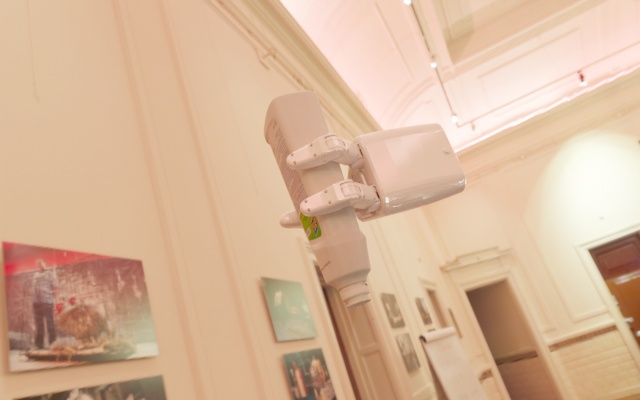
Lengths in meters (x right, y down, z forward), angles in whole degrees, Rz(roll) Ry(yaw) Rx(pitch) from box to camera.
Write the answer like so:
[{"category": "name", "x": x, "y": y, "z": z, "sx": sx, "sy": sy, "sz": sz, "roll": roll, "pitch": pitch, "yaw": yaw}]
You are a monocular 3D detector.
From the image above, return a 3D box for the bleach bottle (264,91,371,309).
[{"category": "bleach bottle", "x": 0.000, "y": 0.002, "z": 0.553, "sx": 0.068, "sy": 0.250, "sz": 0.103, "roll": -13, "pitch": -21, "yaw": -16}]
